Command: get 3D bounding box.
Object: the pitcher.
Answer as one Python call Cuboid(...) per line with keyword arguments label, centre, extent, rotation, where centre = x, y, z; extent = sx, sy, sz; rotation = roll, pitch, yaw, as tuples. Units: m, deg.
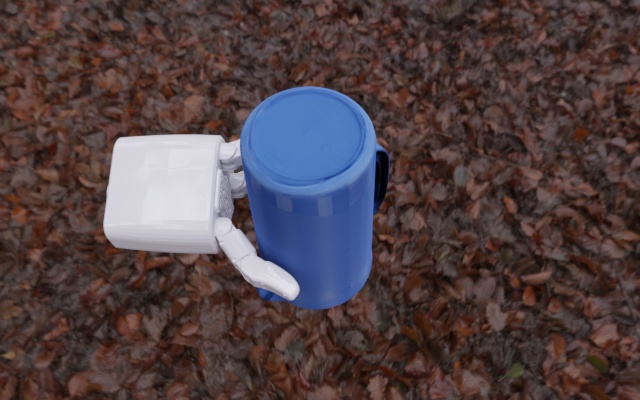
Cuboid(label="pitcher", centre=(0.000, 0.002, 0.474), extent=(0.145, 0.149, 0.243), rotation=(3, -30, 3))
